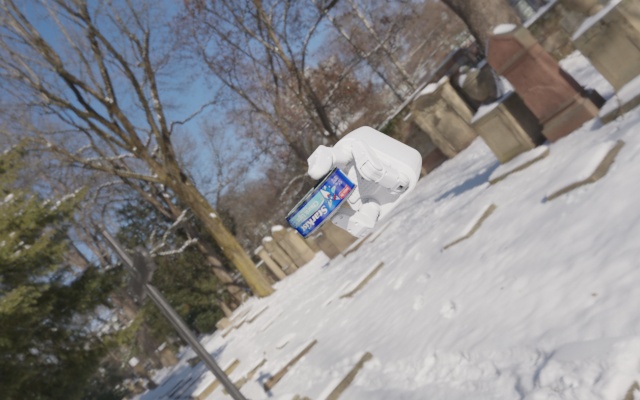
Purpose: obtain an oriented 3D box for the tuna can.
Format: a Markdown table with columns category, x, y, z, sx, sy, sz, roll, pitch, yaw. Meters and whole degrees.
| category | x | y | z | sx | sy | sz | roll | pitch | yaw |
| --- | --- | --- | --- | --- | --- | --- | --- | --- | --- |
| tuna can | 0.000 | 0.001 | 0.542 | 0.034 | 0.086 | 0.086 | 44 | -4 | -4 |
